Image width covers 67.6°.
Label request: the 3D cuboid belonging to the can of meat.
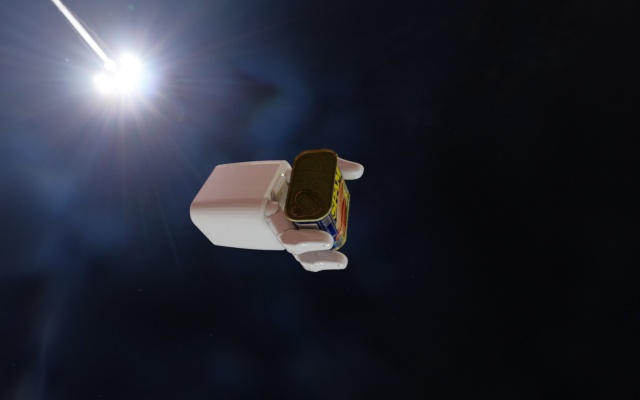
[{"bbox_3d":[0.000,0.002,0.593,0.057,0.102,0.084,-3,-34,17],"label":"can of meat"}]
